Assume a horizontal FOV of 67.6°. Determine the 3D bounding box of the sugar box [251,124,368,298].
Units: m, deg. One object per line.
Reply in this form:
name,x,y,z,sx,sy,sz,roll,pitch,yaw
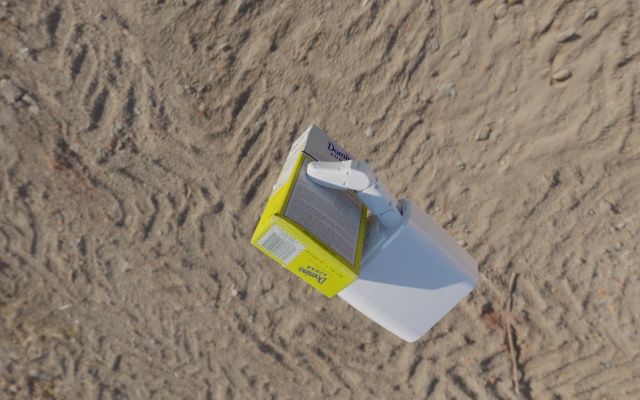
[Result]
sugar box,0.000,0.002,0.476,0.093,0.048,0.176,38,30,-15
